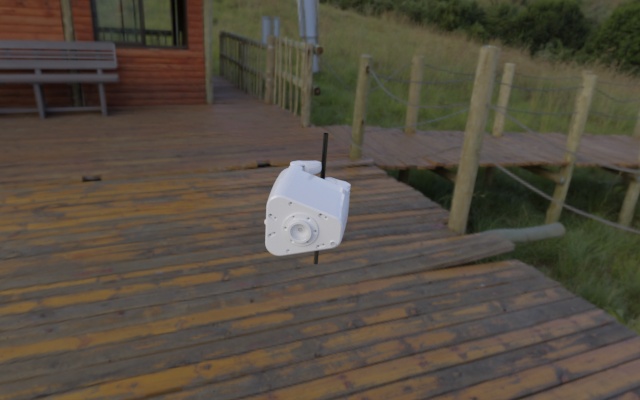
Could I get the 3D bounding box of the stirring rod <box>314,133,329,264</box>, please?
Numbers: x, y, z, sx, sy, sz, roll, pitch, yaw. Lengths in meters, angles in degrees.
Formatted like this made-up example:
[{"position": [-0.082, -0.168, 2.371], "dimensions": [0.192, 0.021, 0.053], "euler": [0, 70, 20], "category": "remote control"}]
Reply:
[{"position": [0.000, 0.003, 0.814], "dimensions": [0.011, 0.240, 0.011], "euler": [4, 23, -2], "category": "stirring rod"}]
